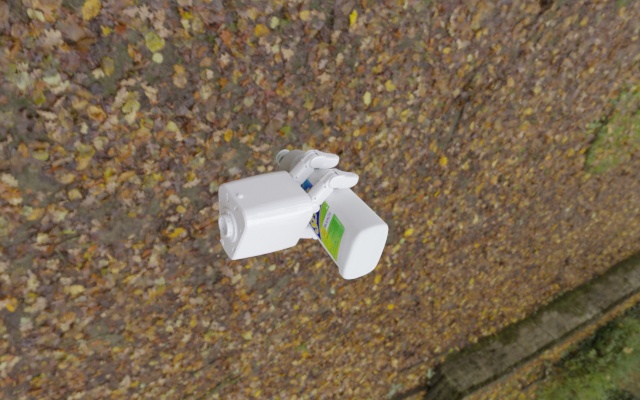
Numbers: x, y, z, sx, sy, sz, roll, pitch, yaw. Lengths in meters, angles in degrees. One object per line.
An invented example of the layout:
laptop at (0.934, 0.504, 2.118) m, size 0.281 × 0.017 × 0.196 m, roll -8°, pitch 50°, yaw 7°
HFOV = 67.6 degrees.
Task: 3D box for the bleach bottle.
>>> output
bleach bottle at (0.000, 0.002, 0.754) m, size 0.068 × 0.103 × 0.250 m, roll -12°, pitch 42°, yaw -33°
